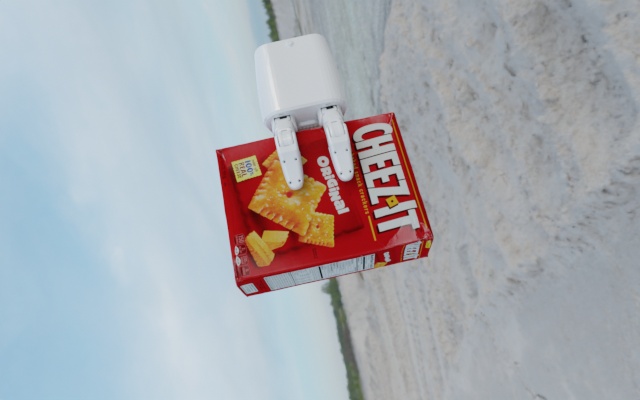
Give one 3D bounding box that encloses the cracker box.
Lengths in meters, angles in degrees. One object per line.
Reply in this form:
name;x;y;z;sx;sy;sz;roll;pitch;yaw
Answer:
cracker box;0.000;0.002;0.542;0.214;0.164;0.072;-12;-24;0
